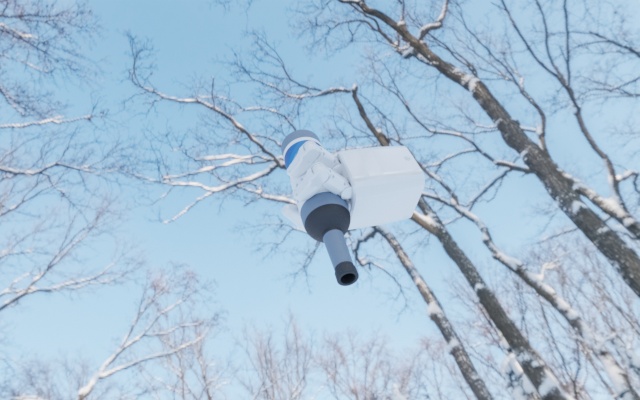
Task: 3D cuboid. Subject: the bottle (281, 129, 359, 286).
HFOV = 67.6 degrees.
[{"bbox_3d":[0.000,0.002,0.682,0.069,0.069,0.295,0,39,-17],"label":"bottle"}]
